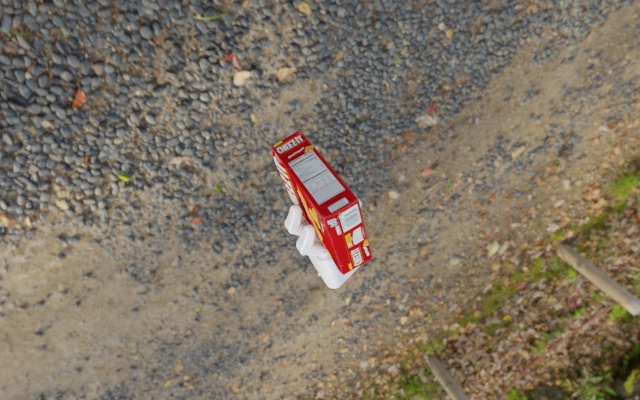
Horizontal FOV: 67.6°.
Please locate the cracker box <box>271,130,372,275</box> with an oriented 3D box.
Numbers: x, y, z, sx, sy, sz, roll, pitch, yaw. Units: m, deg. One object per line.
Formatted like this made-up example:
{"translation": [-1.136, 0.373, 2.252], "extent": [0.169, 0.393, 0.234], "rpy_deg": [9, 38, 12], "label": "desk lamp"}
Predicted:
{"translation": [0.000, 0.003, 0.847], "extent": [0.072, 0.164, 0.213], "rpy_deg": [-29, 48, -10], "label": "cracker box"}
